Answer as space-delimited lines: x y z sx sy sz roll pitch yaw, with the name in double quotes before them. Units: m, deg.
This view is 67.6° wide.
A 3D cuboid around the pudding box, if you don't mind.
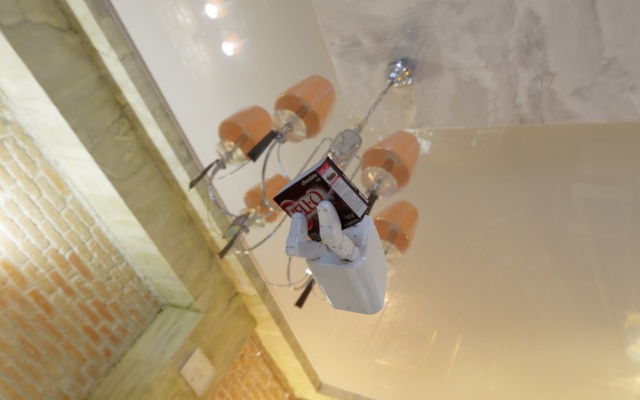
"pudding box" 0.000 0.002 0.641 0.113 0.090 0.039 -32 16 48
